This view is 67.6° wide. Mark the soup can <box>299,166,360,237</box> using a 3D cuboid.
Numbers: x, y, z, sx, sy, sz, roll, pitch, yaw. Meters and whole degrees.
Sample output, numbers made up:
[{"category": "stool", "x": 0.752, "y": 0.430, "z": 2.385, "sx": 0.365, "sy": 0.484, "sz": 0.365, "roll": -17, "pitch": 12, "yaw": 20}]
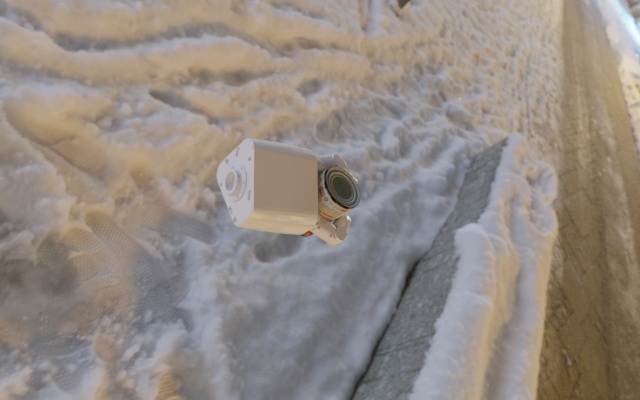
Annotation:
[{"category": "soup can", "x": 0.001, "y": 0.002, "z": 0.697, "sx": 0.068, "sy": 0.068, "sz": 0.102, "roll": 0, "pitch": -26, "yaw": -45}]
